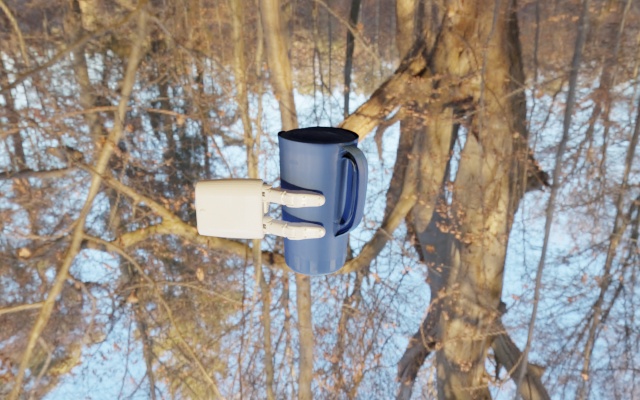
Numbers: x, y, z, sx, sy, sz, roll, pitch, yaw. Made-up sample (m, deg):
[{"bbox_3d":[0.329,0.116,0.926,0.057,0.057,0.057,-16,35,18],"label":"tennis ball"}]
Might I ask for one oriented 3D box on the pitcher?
[{"bbox_3d":[0.000,0.003,0.803,0.145,0.243,0.149,2,20,1],"label":"pitcher"}]
